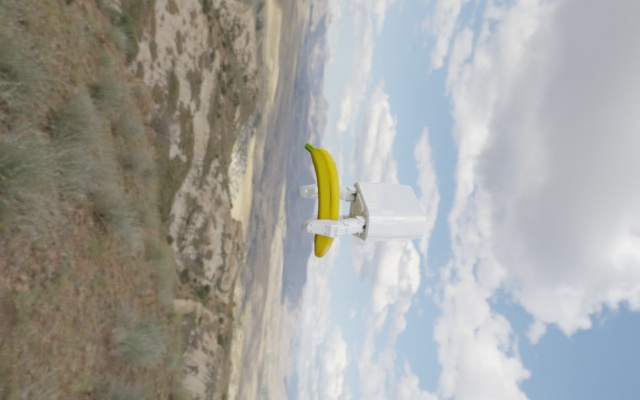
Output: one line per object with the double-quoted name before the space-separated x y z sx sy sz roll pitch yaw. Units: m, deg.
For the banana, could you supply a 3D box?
"banana" 0.007 -0.002 0.796 0.037 0.198 0.069 -3 -2 -23
